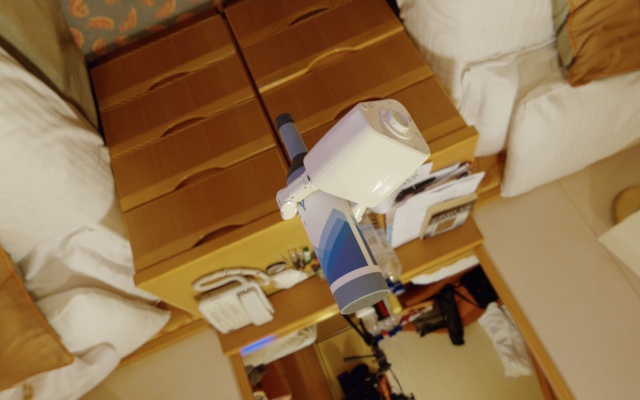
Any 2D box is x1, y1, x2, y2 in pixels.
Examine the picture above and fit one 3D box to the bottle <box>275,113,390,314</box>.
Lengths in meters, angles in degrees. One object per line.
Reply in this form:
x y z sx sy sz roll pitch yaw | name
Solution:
0.000 0.002 0.642 0.069 0.295 0.069 -20 -25 -10 | bottle
